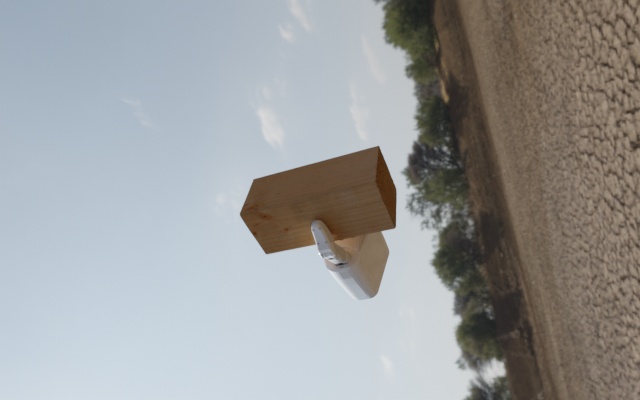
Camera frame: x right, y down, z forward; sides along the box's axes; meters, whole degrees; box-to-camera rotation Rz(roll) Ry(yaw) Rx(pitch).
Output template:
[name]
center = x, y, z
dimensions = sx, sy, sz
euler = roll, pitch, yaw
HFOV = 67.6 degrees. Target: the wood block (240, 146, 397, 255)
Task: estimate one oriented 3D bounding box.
[wood block]
center = 0.000, 0.003, 0.704
dimensions = 0.206, 0.090, 0.090
euler = -14, 36, 20
